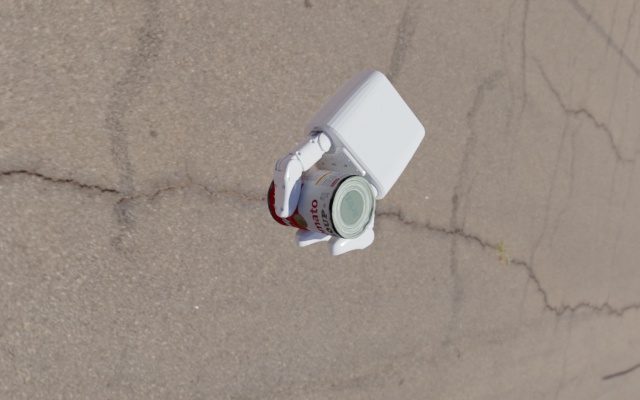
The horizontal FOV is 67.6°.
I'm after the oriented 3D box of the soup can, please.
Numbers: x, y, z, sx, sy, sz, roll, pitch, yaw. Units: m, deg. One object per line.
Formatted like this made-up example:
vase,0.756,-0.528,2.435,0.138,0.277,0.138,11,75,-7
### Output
soup can,0.000,0.002,0.515,0.068,0.068,0.102,0,7,-44
